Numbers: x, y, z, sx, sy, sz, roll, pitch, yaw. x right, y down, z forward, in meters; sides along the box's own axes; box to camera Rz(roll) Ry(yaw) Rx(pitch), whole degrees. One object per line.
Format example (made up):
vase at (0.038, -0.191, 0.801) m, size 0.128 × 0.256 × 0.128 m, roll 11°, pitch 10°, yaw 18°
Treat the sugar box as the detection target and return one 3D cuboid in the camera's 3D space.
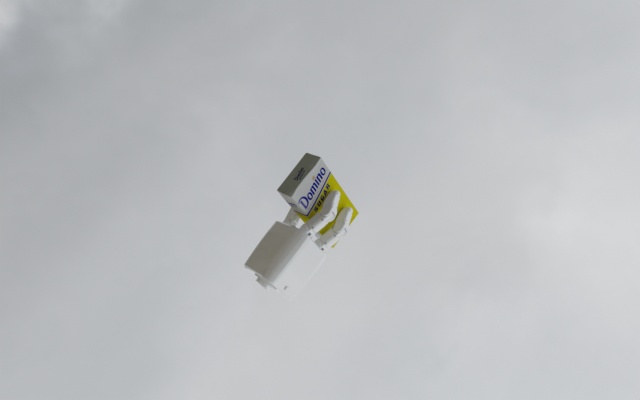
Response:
sugar box at (0.000, 0.003, 0.893) m, size 0.048 × 0.093 × 0.176 m, roll 23°, pitch -20°, yaw 40°
